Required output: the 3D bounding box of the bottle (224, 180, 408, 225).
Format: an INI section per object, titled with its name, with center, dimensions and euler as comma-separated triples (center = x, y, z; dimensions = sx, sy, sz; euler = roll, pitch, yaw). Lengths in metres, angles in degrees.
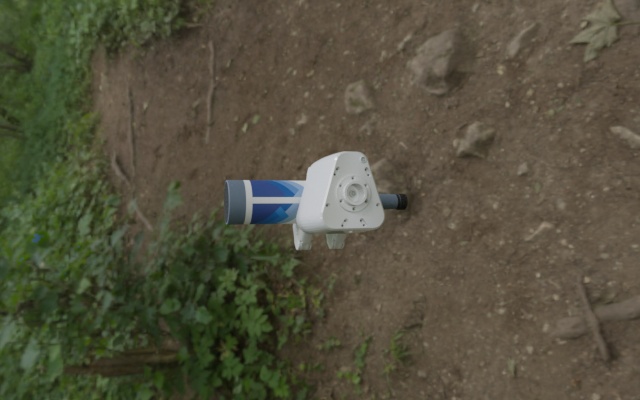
[bottle]
center = 0.000, 0.002, 0.754
dimensions = 0.296, 0.069, 0.069
euler = 0, 0, -18
